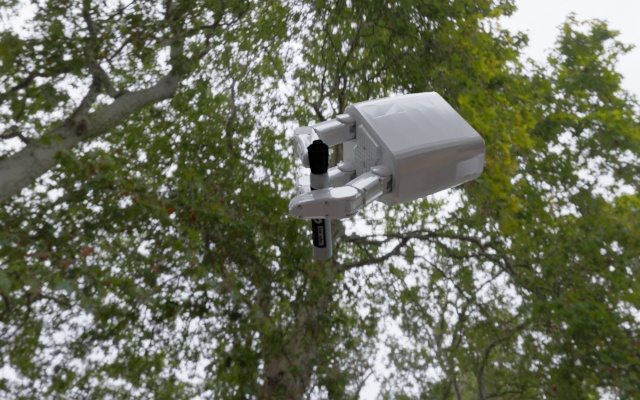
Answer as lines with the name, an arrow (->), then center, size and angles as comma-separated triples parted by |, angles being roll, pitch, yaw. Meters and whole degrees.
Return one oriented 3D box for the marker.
marker -> 0.000, 0.001, 0.433 | 0.020, 0.121, 0.020 | -2, 32, 1
